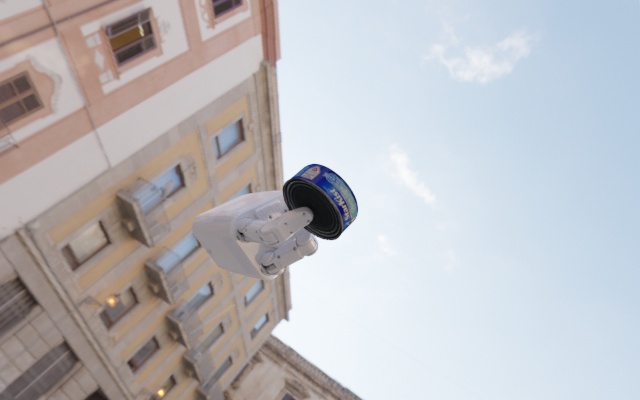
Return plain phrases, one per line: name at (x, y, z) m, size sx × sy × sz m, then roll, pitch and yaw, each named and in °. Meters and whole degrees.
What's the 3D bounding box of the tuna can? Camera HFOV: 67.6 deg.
tuna can at (0.000, 0.001, 0.536) m, size 0.086 × 0.086 × 0.033 m, roll 0°, pitch 36°, yaw 51°
